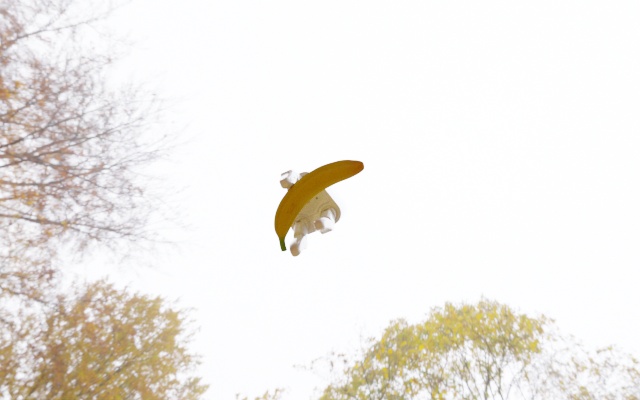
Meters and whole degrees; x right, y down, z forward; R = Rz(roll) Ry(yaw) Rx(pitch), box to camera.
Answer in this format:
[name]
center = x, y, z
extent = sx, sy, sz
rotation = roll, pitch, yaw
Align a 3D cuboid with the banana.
[banana]
center = -0.015, -0.008, 0.783
extent = 0.069, 0.198, 0.037
rotation = 44, 11, 7
